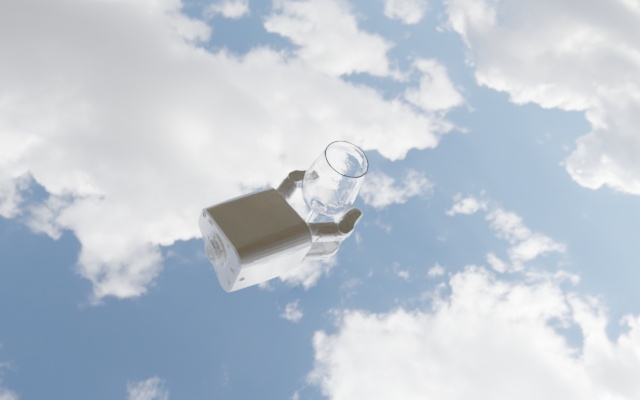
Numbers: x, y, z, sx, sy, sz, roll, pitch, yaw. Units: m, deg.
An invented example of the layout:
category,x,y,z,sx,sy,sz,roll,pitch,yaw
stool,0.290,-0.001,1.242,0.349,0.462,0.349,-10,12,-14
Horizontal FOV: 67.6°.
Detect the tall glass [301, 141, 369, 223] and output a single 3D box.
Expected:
category,x,y,z,sx,sy,sz,roll,pitch,yaw
tall glass,0.000,0.003,0.689,0.079,0.079,0.201,0,-34,-25
